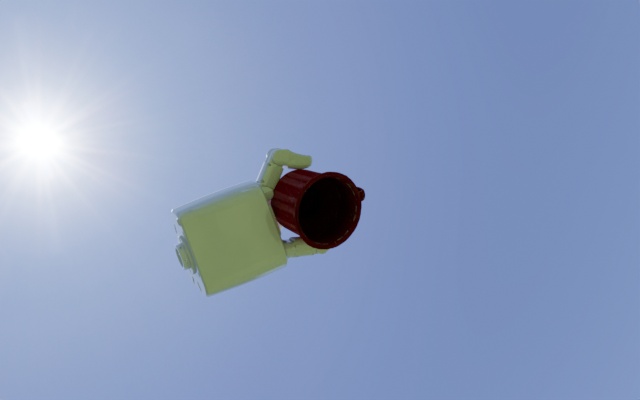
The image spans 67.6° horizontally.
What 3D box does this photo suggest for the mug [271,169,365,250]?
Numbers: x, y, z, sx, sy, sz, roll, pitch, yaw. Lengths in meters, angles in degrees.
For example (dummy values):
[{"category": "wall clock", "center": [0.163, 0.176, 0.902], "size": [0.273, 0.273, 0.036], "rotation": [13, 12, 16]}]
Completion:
[{"category": "mug", "center": [0.001, 0.001, 0.597], "size": [0.117, 0.093, 0.081], "rotation": [-20, 20, -27]}]
